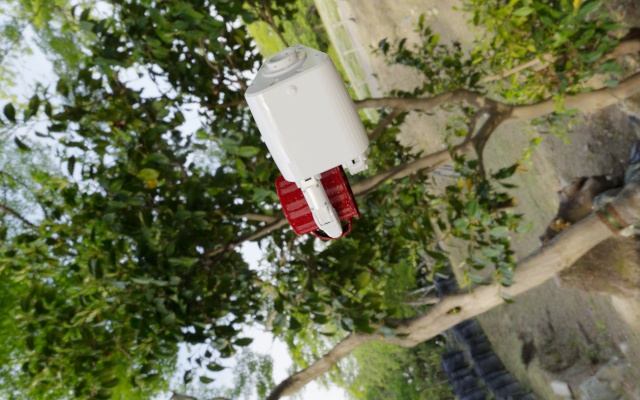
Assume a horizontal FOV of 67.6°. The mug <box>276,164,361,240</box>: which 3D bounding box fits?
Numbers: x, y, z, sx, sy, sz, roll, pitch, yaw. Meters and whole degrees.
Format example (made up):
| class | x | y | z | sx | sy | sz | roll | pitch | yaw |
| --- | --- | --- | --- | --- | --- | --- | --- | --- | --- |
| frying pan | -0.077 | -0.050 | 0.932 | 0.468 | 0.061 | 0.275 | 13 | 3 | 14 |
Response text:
| class | x | y | z | sx | sy | sz | roll | pitch | yaw |
| --- | --- | --- | --- | --- | --- | --- | --- | --- | --- |
| mug | 0.000 | 0.003 | 0.604 | 0.081 | 0.117 | 0.093 | -21 | 33 | 7 |
